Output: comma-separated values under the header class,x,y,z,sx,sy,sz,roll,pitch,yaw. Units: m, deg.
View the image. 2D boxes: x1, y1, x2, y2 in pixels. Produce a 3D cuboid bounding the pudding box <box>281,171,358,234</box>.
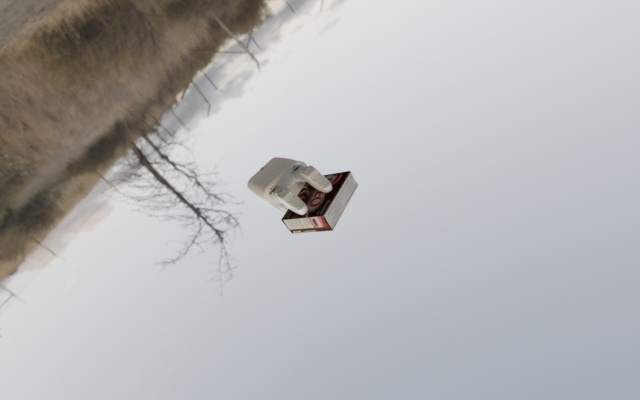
class,x,y,z,sx,sy,sz,roll,pitch,yaw
pudding box,0.000,0.003,0.790,0.090,0.039,0.113,-8,39,39
